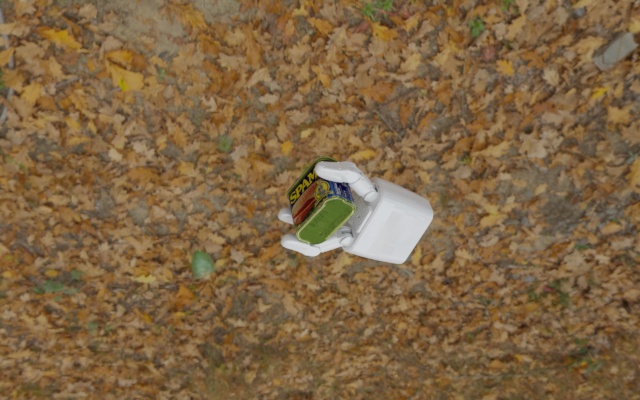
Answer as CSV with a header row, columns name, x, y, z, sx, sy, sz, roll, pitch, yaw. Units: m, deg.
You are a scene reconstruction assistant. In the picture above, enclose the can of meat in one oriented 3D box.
name,x,y,z,sx,sy,sz,roll,pitch,yaw
can of meat,0.000,0.002,0.680,0.057,0.083,0.102,22,-53,-31
